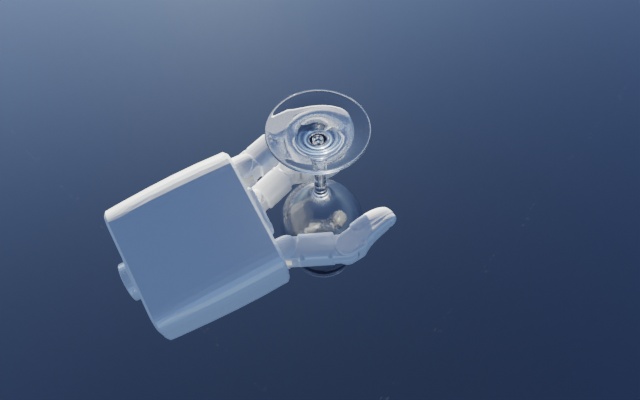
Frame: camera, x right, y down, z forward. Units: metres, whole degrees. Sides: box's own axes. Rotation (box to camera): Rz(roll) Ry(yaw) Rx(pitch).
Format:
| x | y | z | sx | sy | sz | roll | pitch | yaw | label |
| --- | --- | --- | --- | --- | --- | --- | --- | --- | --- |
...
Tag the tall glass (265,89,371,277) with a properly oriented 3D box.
| x | y | z | sx | sy | sz | roll | pitch | yaw | label |
| --- | --- | --- | --- | --- | --- | --- | --- | --- | --- |
| 0.000 | 0.001 | 0.416 | 0.079 | 0.079 | 0.201 | 0 | -31 | 2 | tall glass |
